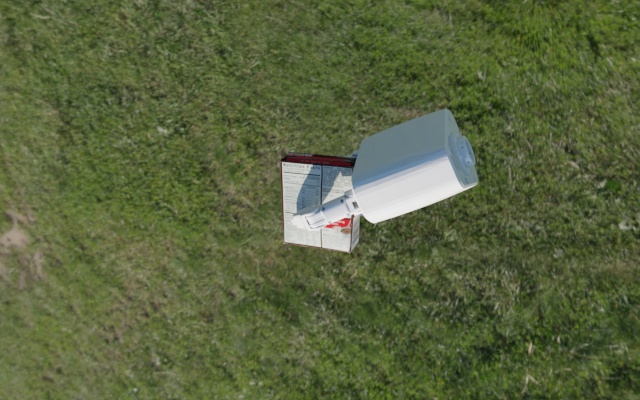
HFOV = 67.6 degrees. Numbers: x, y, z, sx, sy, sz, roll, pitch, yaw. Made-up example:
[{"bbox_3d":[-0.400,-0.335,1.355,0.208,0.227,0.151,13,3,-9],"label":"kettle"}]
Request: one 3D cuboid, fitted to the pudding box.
[{"bbox_3d":[0.000,0.002,0.571,0.090,0.113,0.039,7,22,17],"label":"pudding box"}]
